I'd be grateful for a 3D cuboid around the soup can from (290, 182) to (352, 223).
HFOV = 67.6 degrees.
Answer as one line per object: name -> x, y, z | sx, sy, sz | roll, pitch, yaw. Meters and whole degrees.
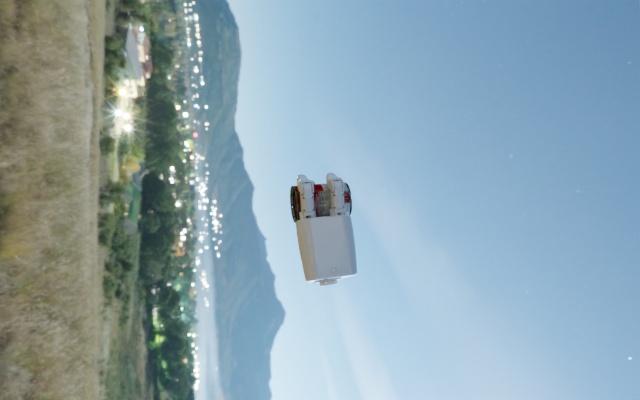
soup can -> 0.000, 0.002, 0.877 | 0.102, 0.068, 0.068 | -5, 1, -13
